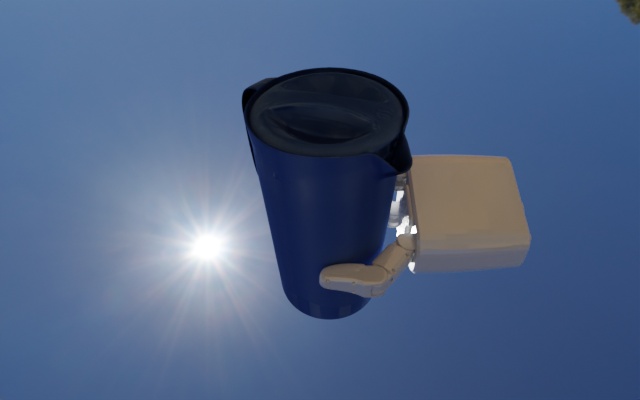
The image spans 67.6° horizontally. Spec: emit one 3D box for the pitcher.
[{"bbox_3d":[0.000,0.002,0.470,0.145,0.243,0.149,-2,44,-1],"label":"pitcher"}]
